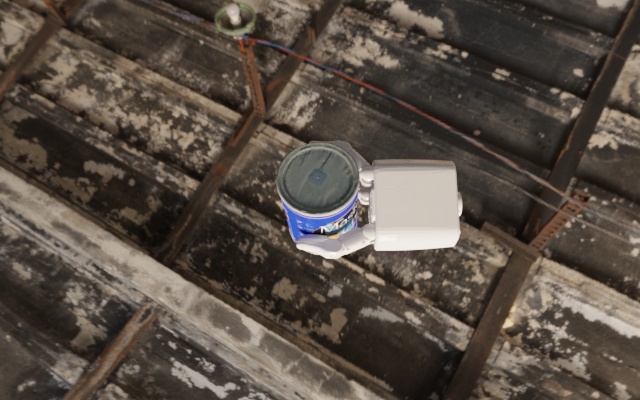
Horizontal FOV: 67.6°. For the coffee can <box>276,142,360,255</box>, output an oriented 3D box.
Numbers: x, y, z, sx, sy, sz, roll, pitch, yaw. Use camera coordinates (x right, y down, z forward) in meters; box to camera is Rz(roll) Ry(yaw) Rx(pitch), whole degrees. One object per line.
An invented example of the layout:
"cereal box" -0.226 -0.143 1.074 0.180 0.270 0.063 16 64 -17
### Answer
"coffee can" 0.000 0.002 0.646 0.103 0.102 0.140 0 -26 3
